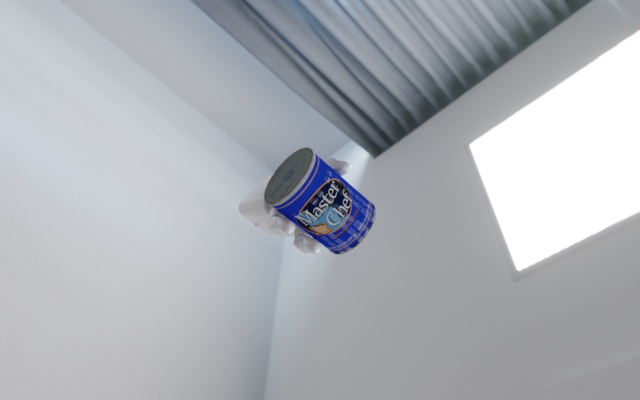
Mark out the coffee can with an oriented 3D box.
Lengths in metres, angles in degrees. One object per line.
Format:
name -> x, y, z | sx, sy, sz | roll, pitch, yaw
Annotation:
coffee can -> 0.000, 0.002, 0.725 | 0.140, 0.102, 0.103 | 39, -20, -26
